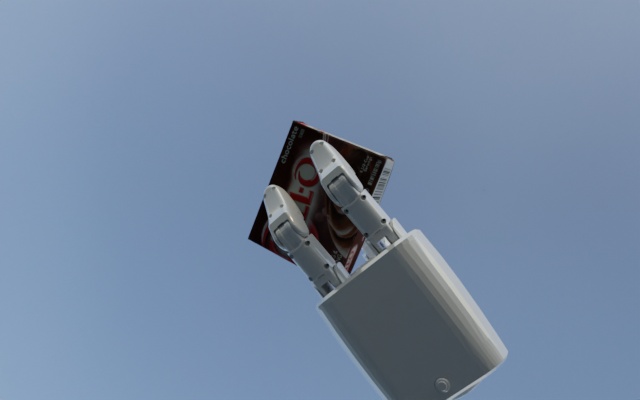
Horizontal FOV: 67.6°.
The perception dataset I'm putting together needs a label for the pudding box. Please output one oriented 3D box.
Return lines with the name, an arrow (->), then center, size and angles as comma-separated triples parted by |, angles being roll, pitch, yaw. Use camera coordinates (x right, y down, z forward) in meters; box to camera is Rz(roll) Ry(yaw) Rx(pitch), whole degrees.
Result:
pudding box -> 0.000, 0.001, 0.402 | 0.090, 0.113, 0.039 | 25, 6, 22
